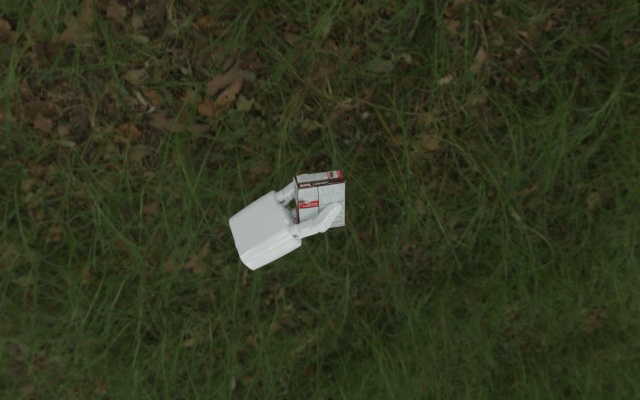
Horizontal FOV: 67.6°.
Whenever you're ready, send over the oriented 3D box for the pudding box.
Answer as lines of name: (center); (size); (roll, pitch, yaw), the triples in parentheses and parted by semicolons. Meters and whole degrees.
pudding box: (0.000, 0.003, 0.868); (0.090, 0.114, 0.039); (-9, 43, -8)
